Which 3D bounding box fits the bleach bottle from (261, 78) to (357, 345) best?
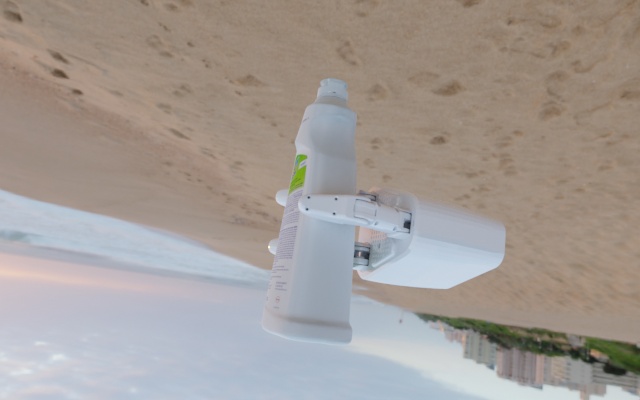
[{"bbox_3d":[0.000,0.002,0.455,0.068,0.250,0.102,13,-12,-21],"label":"bleach bottle"}]
